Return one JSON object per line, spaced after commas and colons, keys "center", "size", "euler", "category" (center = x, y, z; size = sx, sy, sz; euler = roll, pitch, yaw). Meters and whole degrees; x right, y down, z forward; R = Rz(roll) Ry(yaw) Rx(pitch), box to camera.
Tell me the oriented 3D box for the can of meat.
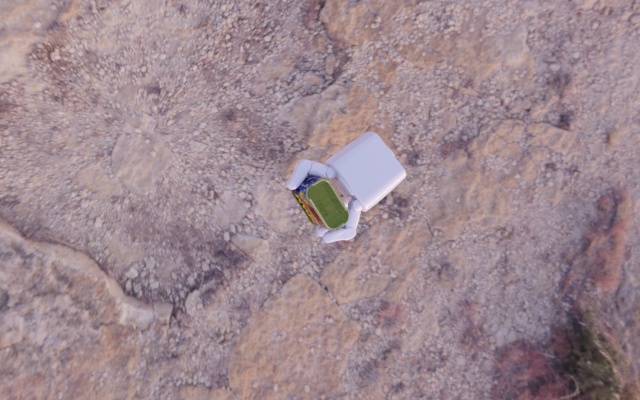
{"center": [0.000, 0.003, 0.861], "size": [0.057, 0.102, 0.084], "euler": [-37, 18, -13], "category": "can of meat"}
